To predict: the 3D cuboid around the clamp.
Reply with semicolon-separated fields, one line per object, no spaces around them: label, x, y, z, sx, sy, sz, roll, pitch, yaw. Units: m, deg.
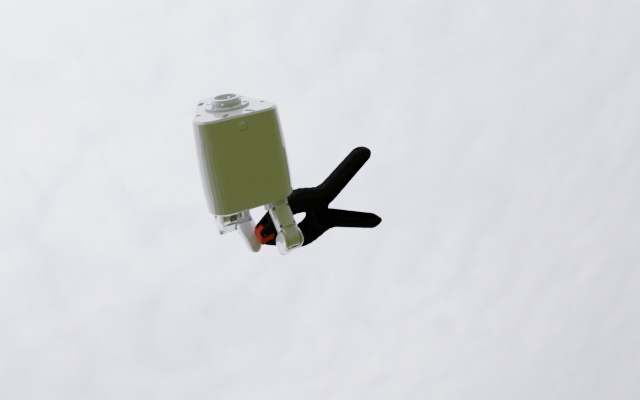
clamp;0.000;0.002;0.592;0.171;0.120;0.039;-17;27;-21
